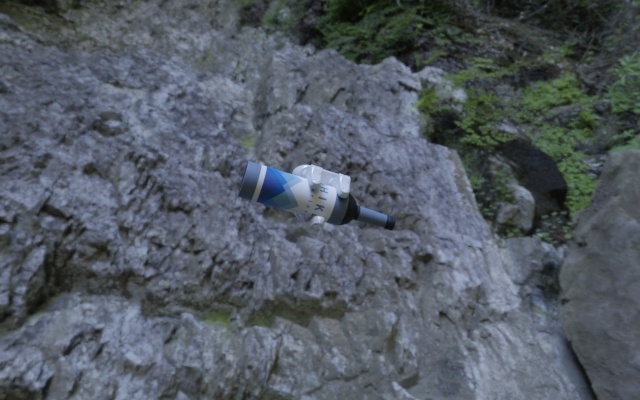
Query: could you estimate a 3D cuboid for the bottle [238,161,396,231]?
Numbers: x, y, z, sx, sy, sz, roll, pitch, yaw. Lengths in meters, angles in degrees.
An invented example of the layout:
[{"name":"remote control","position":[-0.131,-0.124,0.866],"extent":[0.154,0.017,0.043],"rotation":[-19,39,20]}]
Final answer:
[{"name":"bottle","position":[0.000,0.003,0.880],"extent":[0.296,0.069,0.069],"rotation":[17,-4,-12]}]
